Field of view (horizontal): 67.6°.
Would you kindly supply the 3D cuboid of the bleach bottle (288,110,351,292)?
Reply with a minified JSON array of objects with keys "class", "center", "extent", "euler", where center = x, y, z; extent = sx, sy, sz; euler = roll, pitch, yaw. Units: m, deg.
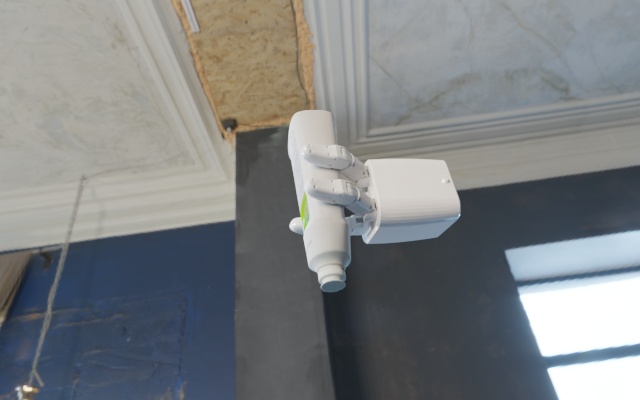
[{"class":"bleach bottle","center":[0.000,0.002,0.614],"extent":[0.068,0.250,0.103],"euler":[-3,-37,-7]}]
